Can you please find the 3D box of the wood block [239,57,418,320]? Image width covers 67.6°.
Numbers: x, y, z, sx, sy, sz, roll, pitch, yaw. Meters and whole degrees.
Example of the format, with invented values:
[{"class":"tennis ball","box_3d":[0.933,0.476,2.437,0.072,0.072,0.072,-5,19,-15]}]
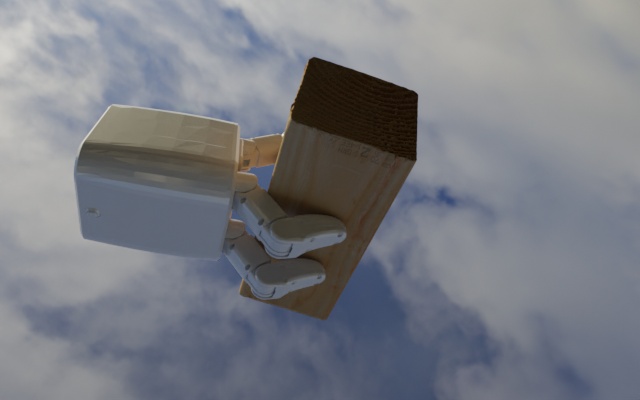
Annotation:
[{"class":"wood block","box_3d":[0.000,0.001,0.405,0.090,0.090,0.206,17,-46,-5]}]
